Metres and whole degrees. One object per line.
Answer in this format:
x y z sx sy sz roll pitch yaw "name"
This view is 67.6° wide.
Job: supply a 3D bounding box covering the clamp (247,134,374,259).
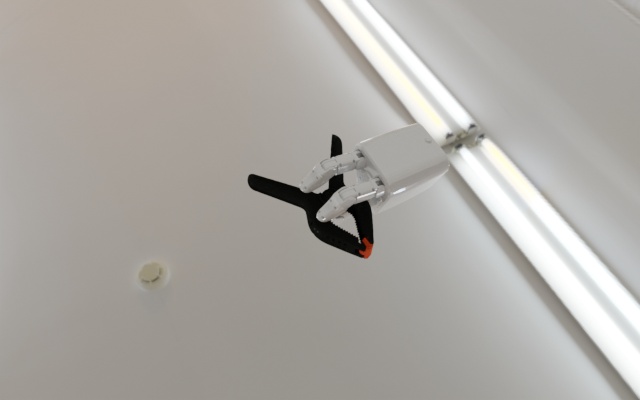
0.001 0.003 0.695 0.164 0.210 0.036 -23 -31 -15 "clamp"
